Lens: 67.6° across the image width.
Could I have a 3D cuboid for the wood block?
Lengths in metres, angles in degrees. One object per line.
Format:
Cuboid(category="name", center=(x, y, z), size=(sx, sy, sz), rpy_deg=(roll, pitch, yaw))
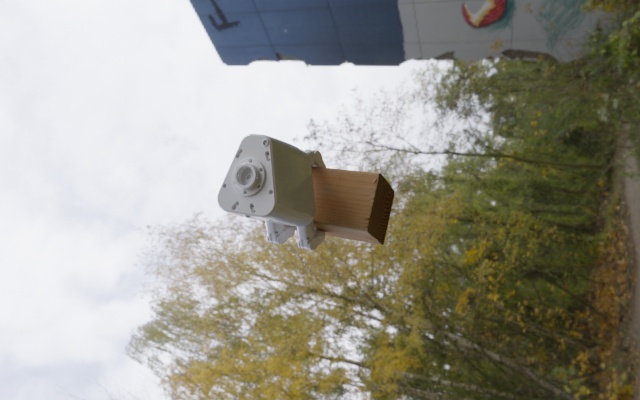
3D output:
Cuboid(category="wood block", center=(0.000, 0.002, 0.752), size=(0.206, 0.090, 0.090), rpy_deg=(8, -14, 26))
